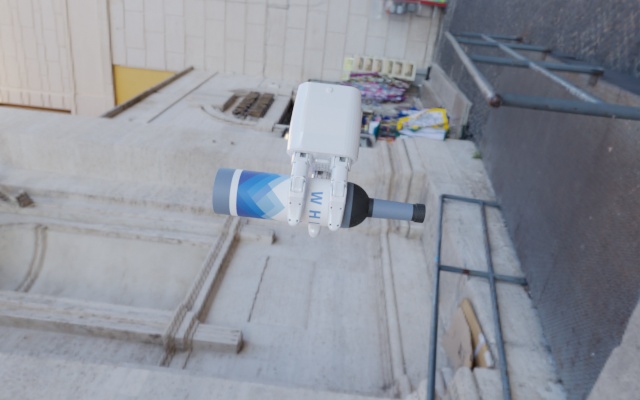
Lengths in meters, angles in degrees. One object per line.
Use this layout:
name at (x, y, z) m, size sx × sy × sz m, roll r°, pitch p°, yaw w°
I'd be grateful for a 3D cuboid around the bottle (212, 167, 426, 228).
bottle at (0.000, 0.002, 0.679) m, size 0.296 × 0.069 × 0.069 m, roll 6°, pitch 0°, yaw 1°
